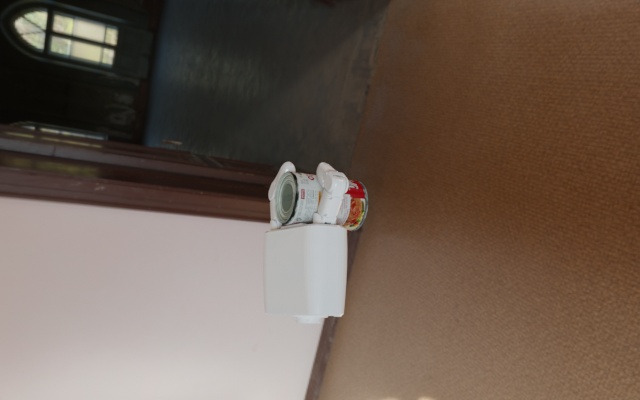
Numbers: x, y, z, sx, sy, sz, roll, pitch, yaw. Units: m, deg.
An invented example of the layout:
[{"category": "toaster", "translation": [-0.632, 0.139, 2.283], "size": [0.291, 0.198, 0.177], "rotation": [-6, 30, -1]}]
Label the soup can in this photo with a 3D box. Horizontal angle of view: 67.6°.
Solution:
[{"category": "soup can", "translation": [0.000, 0.001, 0.614], "size": [0.102, 0.068, 0.068], "rotation": [7, -3, -27]}]
